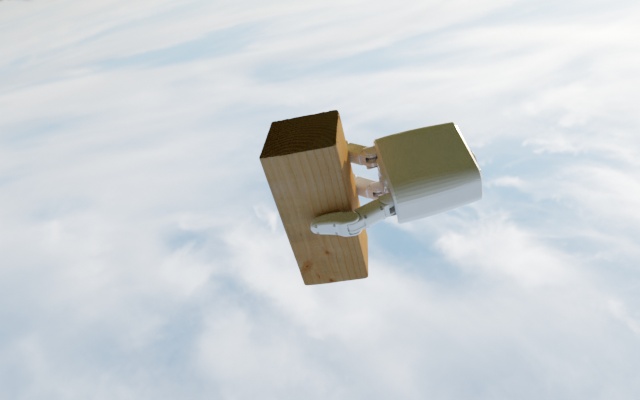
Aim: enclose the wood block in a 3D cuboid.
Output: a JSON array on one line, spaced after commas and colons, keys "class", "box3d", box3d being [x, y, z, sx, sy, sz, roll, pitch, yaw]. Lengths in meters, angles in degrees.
[{"class": "wood block", "box3d": [0.000, 0.002, 0.614, 0.090, 0.206, 0.090, -9, 35, 11]}]
